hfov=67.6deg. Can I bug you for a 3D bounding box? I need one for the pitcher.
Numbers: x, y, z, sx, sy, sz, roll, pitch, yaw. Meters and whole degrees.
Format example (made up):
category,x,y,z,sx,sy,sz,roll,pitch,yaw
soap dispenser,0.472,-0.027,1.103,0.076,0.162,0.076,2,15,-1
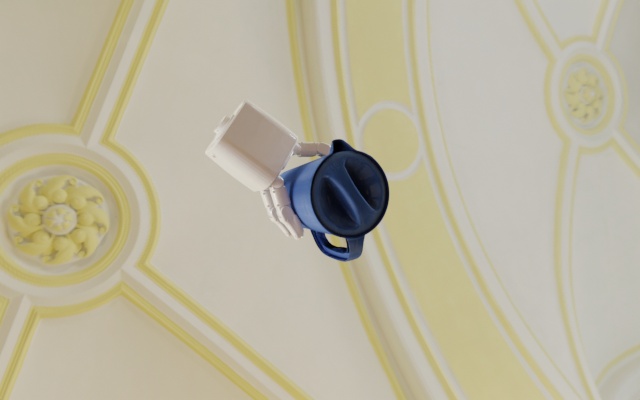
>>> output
category,x,y,z,sx,sy,sz,roll,pitch,yaw
pitcher,0.000,0.002,0.809,0.145,0.149,0.243,36,-15,-19
